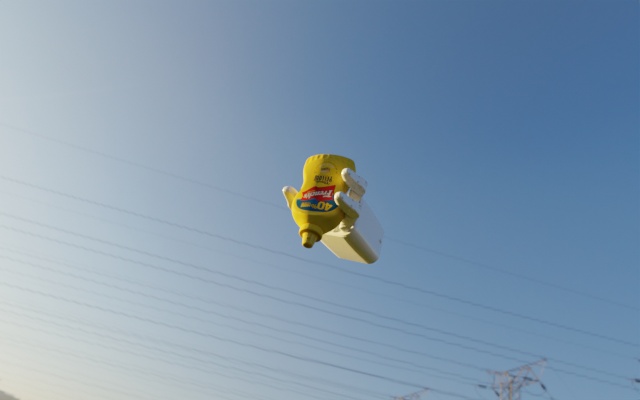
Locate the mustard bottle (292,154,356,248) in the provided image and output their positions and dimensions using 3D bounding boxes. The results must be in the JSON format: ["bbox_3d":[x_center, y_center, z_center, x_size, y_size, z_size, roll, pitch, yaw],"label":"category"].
[{"bbox_3d":[0.000,0.002,0.859,0.096,0.191,0.058,6,-37,14],"label":"mustard bottle"}]
